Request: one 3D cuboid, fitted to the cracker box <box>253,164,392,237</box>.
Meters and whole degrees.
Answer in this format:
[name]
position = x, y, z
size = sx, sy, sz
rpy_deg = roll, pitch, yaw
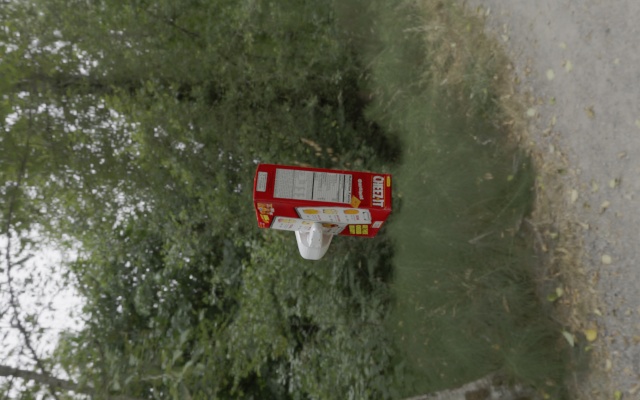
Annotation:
[cracker box]
position = 0.000, 0.003, 0.805
size = 0.214, 0.072, 0.164
rpy_deg = 4, -19, -2
